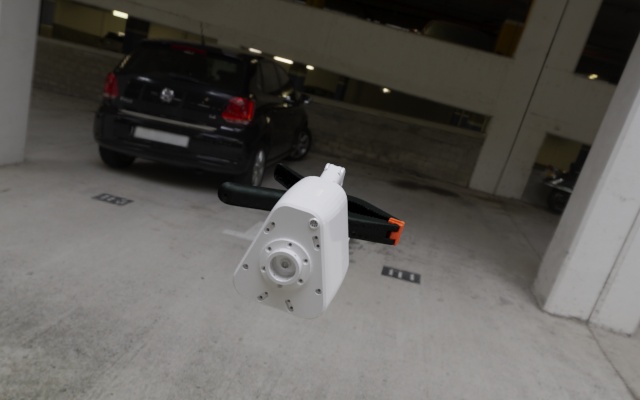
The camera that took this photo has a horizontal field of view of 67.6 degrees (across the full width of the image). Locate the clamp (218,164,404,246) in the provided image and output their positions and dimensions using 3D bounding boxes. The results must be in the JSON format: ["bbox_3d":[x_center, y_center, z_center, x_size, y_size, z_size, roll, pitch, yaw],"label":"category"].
[{"bbox_3d":[0.001,0.001,0.592,0.210,0.036,0.164,18,19,8],"label":"clamp"}]
